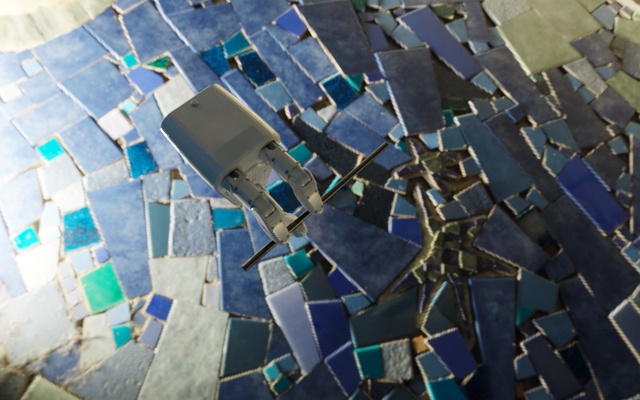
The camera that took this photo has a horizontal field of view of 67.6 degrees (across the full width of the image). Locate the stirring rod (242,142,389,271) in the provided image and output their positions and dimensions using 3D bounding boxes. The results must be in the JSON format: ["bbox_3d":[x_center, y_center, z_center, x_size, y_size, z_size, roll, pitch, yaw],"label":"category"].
[{"bbox_3d":[0.000,0.002,0.570,0.239,0.011,0.011,-41,17,-21],"label":"stirring rod"}]
